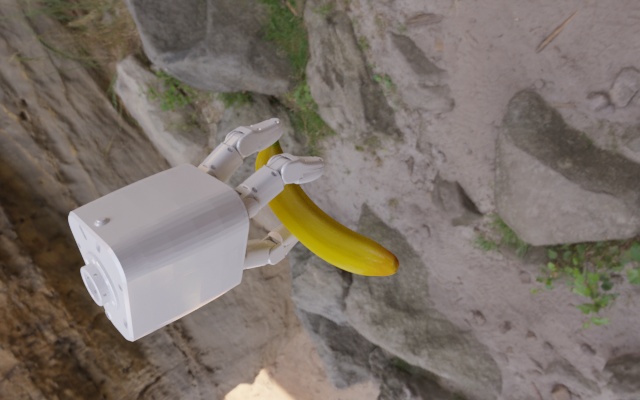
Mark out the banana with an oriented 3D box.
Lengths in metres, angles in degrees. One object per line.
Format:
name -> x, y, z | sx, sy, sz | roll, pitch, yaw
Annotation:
banana -> -0.008, 0.011, 0.461 | 0.037, 0.197, 0.070 | -24, -26, -40
